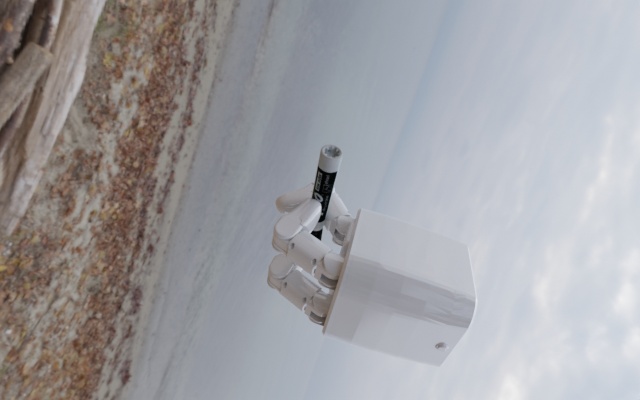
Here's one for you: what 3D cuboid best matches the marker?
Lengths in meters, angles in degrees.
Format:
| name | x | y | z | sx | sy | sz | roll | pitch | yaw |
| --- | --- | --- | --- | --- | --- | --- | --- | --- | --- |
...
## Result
| name | x | y | z | sx | sy | sz | roll | pitch | yaw |
| --- | --- | --- | --- | --- | --- | --- | --- | --- | --- |
| marker | 0.000 | 0.001 | 0.433 | 0.020 | 0.020 | 0.121 | 0 | -43 | -13 |
